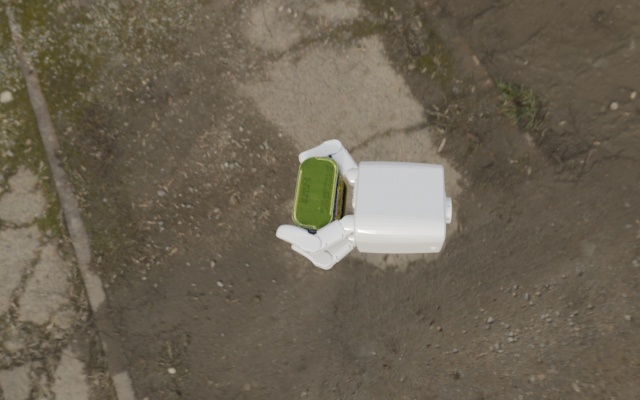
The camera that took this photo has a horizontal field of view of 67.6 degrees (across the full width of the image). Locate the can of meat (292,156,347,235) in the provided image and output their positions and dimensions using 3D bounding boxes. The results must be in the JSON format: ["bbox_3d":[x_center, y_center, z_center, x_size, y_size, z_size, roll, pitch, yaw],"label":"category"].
[{"bbox_3d":[0.000,0.002,0.630,0.057,0.102,0.084,4,-17,10],"label":"can of meat"}]
